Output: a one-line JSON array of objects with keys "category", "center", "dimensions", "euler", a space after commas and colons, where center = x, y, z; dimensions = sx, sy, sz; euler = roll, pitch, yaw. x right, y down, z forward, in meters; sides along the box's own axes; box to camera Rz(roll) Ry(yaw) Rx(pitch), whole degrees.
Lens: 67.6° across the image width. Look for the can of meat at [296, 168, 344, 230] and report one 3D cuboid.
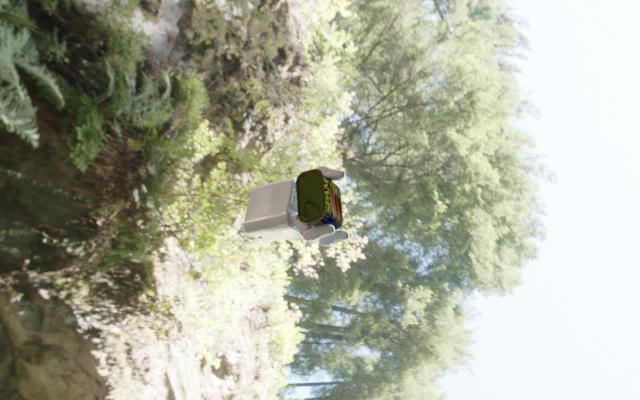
[{"category": "can of meat", "center": [0.000, 0.003, 0.898], "dimensions": [0.057, 0.102, 0.084], "euler": [-14, -23, 24]}]
